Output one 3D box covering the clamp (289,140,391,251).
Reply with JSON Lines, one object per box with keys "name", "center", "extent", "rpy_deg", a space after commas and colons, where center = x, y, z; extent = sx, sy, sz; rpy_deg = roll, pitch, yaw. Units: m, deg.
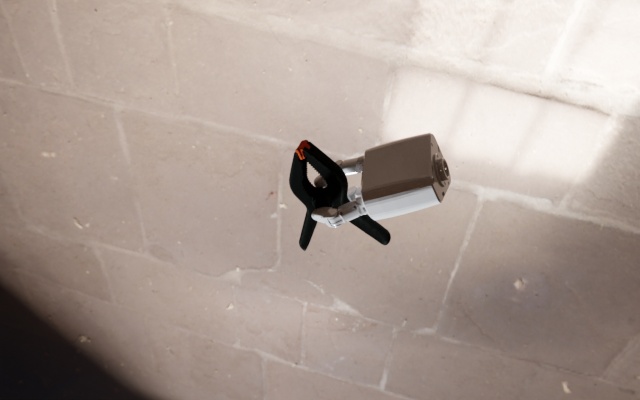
{"name": "clamp", "center": [0.000, 0.003, 0.761], "extent": [0.164, 0.210, 0.036], "rpy_deg": [-14, 31, 29]}
